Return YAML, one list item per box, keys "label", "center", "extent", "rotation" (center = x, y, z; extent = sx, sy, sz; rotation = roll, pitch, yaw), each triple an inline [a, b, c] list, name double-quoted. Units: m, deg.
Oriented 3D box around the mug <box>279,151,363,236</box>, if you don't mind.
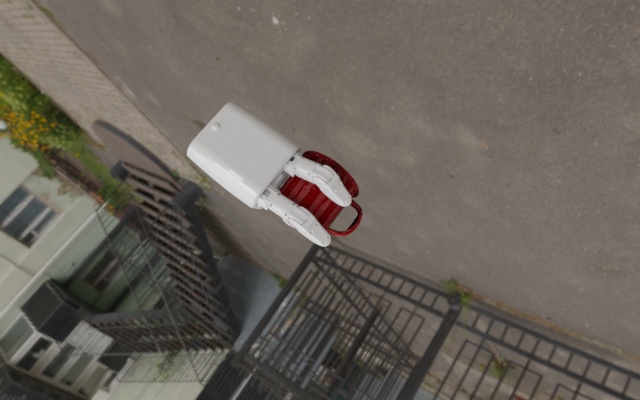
- label: "mug"
  center: [0.001, 0.003, 0.631]
  extent: [0.117, 0.081, 0.093]
  rotation: [37, -18, 3]
